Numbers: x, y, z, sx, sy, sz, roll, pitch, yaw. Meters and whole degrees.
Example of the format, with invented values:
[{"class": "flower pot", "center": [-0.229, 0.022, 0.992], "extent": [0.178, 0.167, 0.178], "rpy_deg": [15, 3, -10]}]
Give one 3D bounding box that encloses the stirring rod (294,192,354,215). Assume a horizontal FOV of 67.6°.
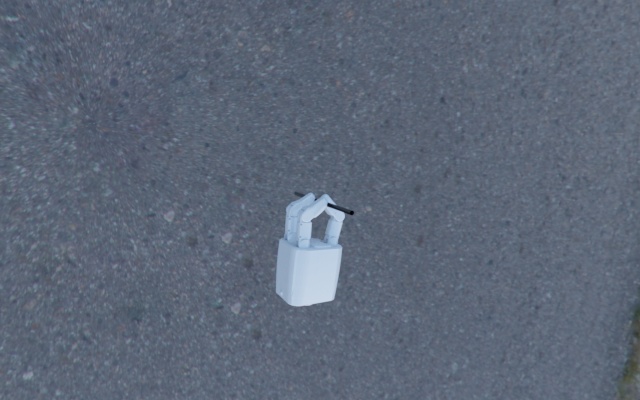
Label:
[{"class": "stirring rod", "center": [0.000, 0.003, 0.881], "extent": [0.011, 0.011, 0.239], "rpy_deg": [0, 8, -25]}]
